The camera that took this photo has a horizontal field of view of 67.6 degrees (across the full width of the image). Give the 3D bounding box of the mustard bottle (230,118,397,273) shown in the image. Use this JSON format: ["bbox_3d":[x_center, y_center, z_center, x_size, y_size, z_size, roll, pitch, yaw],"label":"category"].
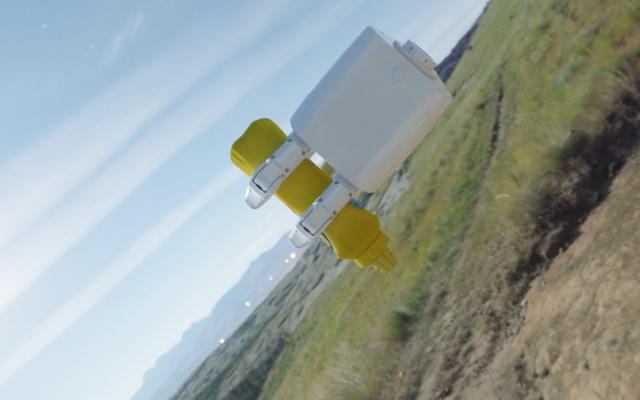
[{"bbox_3d":[0.000,0.002,0.474,0.191,0.058,0.096,42,-1,1],"label":"mustard bottle"}]
